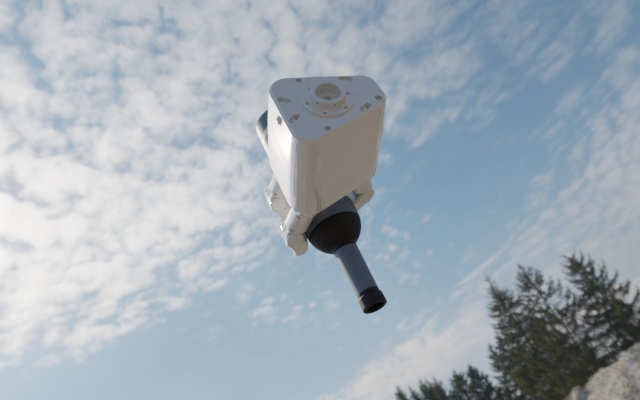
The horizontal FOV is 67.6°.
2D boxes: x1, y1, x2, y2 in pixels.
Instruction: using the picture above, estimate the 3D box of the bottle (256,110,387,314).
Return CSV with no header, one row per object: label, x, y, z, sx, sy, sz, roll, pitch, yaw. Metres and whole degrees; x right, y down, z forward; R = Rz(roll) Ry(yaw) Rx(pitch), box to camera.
bottle,0.000,0.002,0.575,0.069,0.295,0.069,-19,-35,-13
